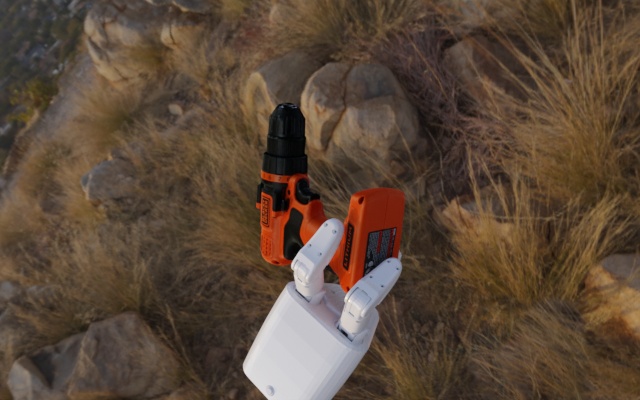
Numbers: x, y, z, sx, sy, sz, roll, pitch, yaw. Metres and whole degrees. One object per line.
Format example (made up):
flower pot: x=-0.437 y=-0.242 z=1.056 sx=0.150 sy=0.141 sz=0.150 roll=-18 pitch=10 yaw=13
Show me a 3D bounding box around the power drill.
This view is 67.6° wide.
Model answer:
power drill: x=0.000 y=0.002 z=0.487 sx=0.057 sy=0.184 sz=0.187 roll=-9 pitch=21 yaw=-34
